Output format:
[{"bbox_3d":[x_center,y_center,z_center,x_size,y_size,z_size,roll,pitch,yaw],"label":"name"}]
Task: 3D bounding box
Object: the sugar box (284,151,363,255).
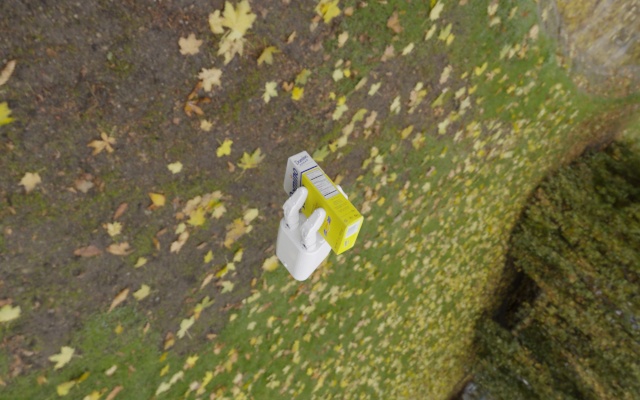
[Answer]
[{"bbox_3d":[0.000,0.003,0.864,0.048,0.176,0.093,-28,-28,-30],"label":"sugar box"}]
